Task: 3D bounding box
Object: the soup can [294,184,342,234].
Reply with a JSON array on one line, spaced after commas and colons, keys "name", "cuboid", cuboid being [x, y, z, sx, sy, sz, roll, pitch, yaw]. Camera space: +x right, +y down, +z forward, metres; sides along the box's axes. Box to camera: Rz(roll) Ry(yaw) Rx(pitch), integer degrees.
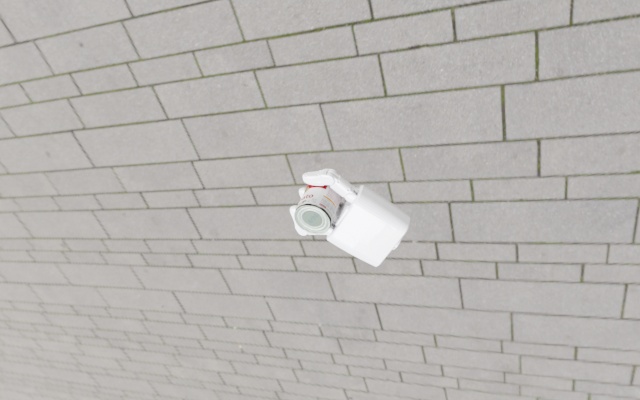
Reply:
[{"name": "soup can", "cuboid": [0.000, 0.003, 0.842, 0.068, 0.068, 0.102, 0, 38, 21]}]
